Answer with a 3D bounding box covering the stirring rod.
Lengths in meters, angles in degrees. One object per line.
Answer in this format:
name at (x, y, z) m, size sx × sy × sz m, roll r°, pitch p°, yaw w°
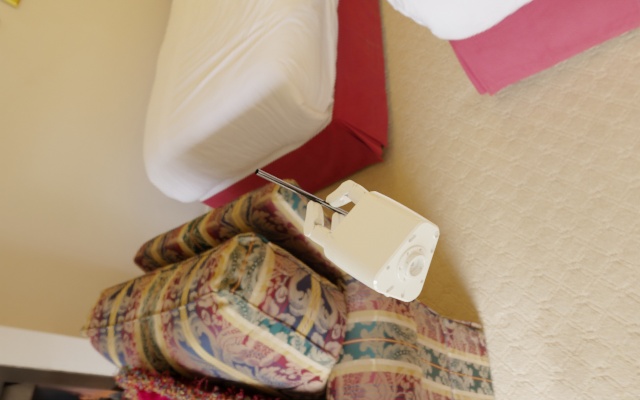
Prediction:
stirring rod at (0.000, 0.002, 0.706) m, size 0.239 × 0.011 × 0.011 m, roll 26°, pitch -17°, yaw -39°
